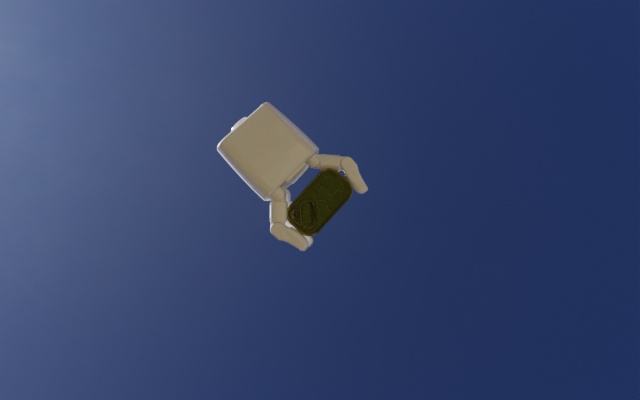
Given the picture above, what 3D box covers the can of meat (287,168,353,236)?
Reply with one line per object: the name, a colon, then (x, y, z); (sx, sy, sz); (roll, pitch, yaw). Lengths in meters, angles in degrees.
can of meat: (0.000, 0.002, 0.723); (0.057, 0.102, 0.084); (42, 2, 2)
